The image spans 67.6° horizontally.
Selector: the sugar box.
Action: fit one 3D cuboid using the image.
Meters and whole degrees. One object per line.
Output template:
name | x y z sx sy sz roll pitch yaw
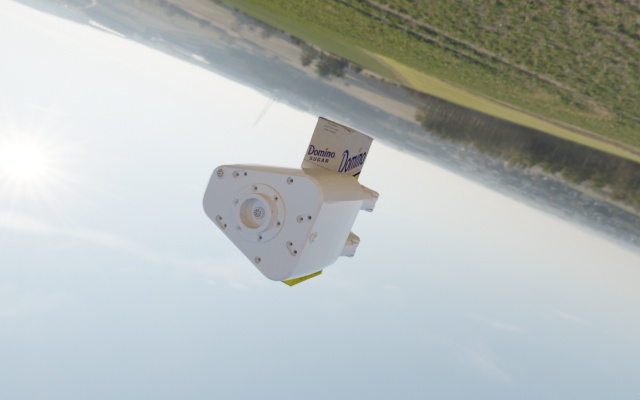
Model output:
sugar box | 0.000 0.002 0.531 0.048 0.176 0.093 26 10 19
